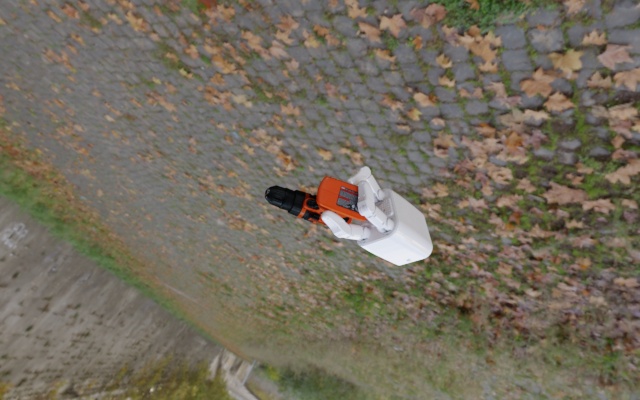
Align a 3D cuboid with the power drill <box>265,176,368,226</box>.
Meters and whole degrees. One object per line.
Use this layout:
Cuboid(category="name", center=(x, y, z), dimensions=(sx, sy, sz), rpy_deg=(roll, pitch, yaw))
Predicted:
Cuboid(category="power drill", center=(0.001, 0.003, 0.891), dimensions=(0.184, 0.057, 0.187), rpy_deg=(18, -12, -17))
